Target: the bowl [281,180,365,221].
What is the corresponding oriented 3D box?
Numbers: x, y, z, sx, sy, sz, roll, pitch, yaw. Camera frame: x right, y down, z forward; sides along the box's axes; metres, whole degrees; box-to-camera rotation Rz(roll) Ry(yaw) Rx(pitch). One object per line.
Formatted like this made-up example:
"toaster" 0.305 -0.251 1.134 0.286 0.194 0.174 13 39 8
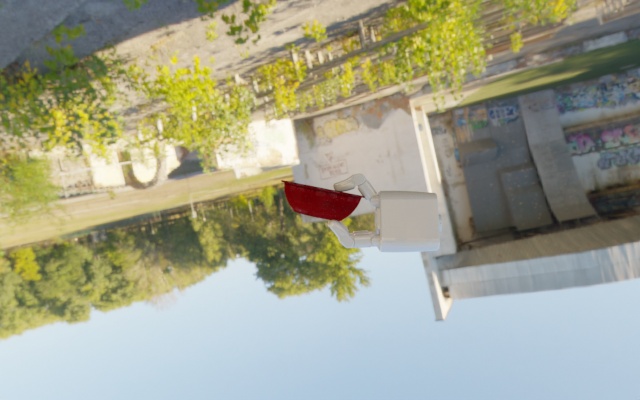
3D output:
"bowl" -0.001 0.003 0.896 0.162 0.055 0.162 12 2 0
